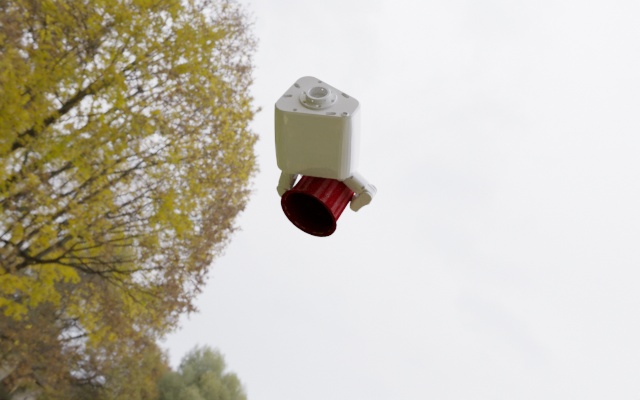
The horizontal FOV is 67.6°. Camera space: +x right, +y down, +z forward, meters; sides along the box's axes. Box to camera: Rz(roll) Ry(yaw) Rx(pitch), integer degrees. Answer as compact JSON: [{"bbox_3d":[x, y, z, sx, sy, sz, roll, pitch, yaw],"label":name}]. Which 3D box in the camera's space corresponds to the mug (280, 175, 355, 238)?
[{"bbox_3d":[0.000,0.003,0.722,0.093,0.117,0.081,22,51,18],"label":"mug"}]
